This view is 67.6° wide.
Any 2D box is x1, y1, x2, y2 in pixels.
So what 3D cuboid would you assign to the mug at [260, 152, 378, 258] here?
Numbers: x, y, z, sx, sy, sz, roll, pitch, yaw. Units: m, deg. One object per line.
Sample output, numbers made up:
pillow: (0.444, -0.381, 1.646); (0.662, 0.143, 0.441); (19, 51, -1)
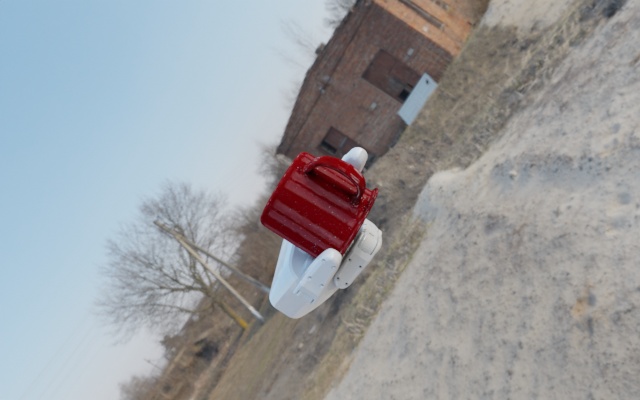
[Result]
mug: (0.000, 0.001, 0.444); (0.081, 0.093, 0.117); (31, -36, -1)
